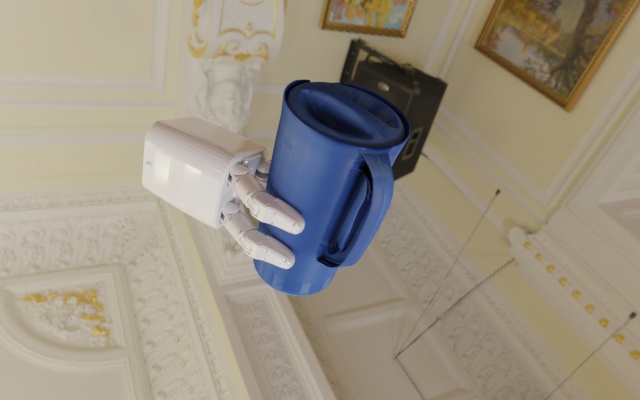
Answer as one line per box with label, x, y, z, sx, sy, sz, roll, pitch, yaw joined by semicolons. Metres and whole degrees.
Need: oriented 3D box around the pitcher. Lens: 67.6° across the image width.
pitcher;0.000;0.002;0.538;0.145;0.243;0.149;26;37;8
